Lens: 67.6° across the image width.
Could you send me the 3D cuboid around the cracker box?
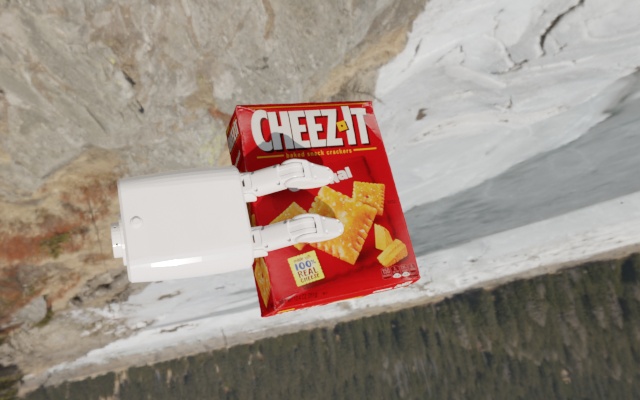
[{"bbox_3d":[0.000,0.002,0.514,0.164,0.213,0.072,-7,-16,-23],"label":"cracker box"}]
